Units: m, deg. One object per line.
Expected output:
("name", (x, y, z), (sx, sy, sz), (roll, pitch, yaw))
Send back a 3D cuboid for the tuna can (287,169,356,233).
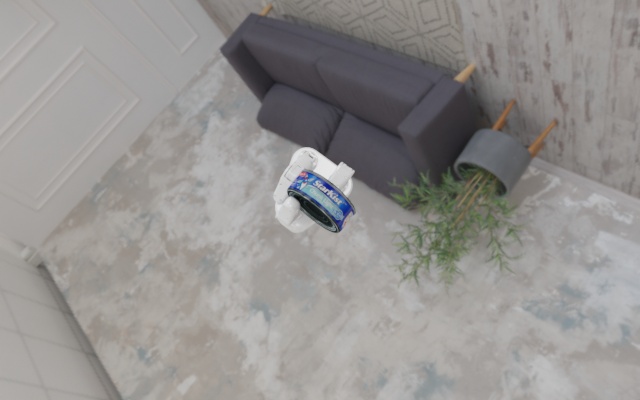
("tuna can", (0.000, 0.002, 0.593), (0.086, 0.033, 0.086), (37, -14, 11))
